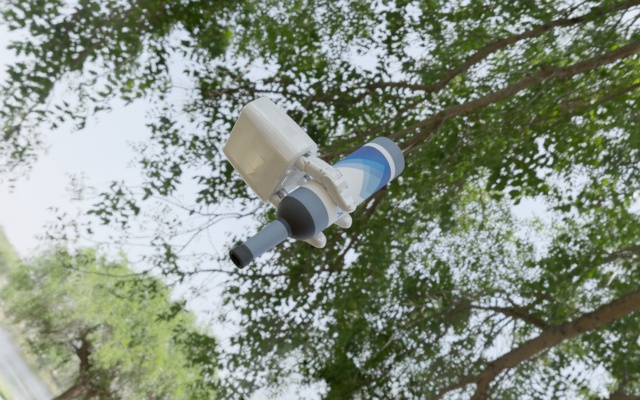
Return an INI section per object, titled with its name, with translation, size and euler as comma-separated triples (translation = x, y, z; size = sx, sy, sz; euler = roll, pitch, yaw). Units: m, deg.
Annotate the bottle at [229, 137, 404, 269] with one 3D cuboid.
[bottle]
translation = 0.000, 0.002, 0.653
size = 0.295, 0.069, 0.069
euler = -34, 20, -33
